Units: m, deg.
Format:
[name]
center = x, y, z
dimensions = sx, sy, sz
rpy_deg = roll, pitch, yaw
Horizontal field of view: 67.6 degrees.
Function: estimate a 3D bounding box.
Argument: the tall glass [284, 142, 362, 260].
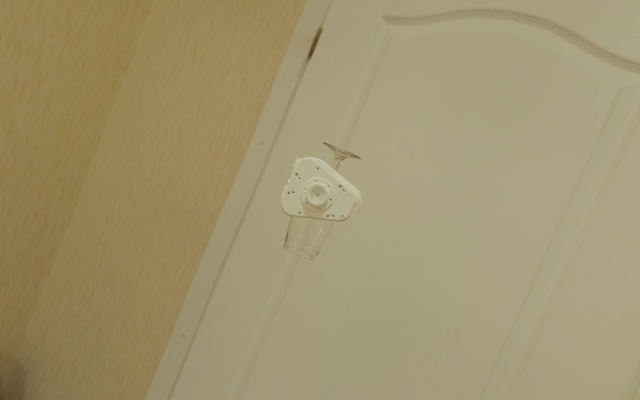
[tall glass]
center = 0.000, 0.002, 0.852
dimensions = 0.079, 0.201, 0.079
rpy_deg = 23, 4, -2
